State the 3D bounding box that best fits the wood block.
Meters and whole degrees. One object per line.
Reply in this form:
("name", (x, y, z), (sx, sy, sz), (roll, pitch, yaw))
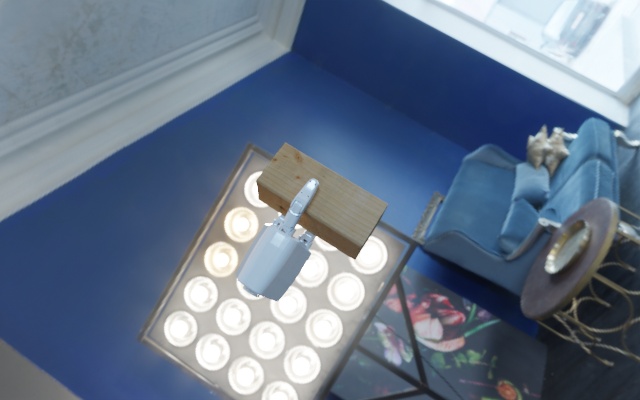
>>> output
("wood block", (0.000, 0.003, 0.825), (0.206, 0.090, 0.091), (31, -21, 8))
